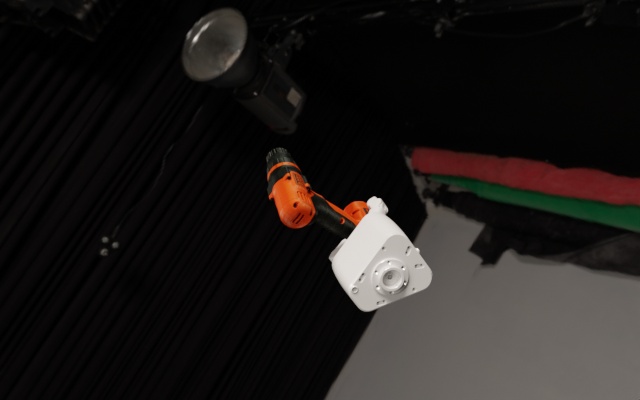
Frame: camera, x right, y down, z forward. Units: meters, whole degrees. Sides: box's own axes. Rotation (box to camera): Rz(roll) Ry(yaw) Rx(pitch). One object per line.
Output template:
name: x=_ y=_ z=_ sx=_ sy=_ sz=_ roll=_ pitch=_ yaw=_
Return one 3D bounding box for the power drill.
power drill: x=0.001 y=0.003 z=0.746 sx=0.188 sy=0.057 sz=0.184 roll=27 pitch=25 yaw=-29
